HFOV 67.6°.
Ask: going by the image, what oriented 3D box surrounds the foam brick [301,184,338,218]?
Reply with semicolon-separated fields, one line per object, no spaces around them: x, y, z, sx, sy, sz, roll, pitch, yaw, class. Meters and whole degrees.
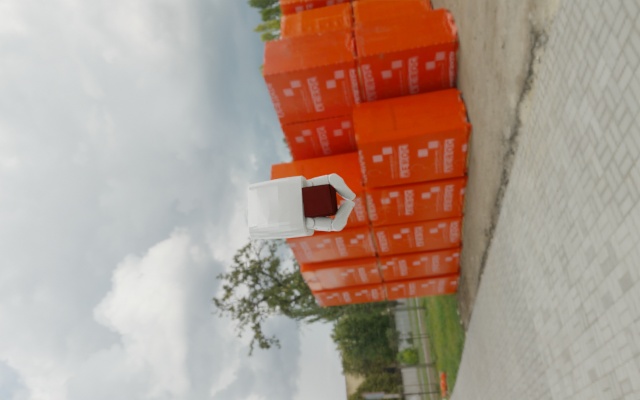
0.000;0.003;0.842;0.051;0.053;0.078;-7;-5;8;foam brick
